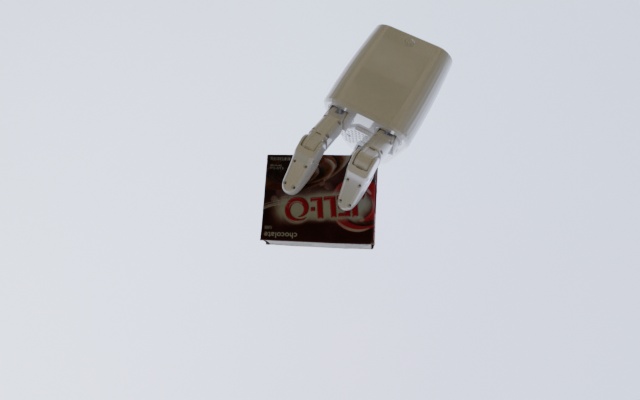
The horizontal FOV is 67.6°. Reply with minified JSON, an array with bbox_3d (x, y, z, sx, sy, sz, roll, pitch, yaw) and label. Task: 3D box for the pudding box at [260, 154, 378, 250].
[{"bbox_3d":[0.000,0.002,0.482,0.113,0.090,0.039,1,-16,8],"label":"pudding box"}]
